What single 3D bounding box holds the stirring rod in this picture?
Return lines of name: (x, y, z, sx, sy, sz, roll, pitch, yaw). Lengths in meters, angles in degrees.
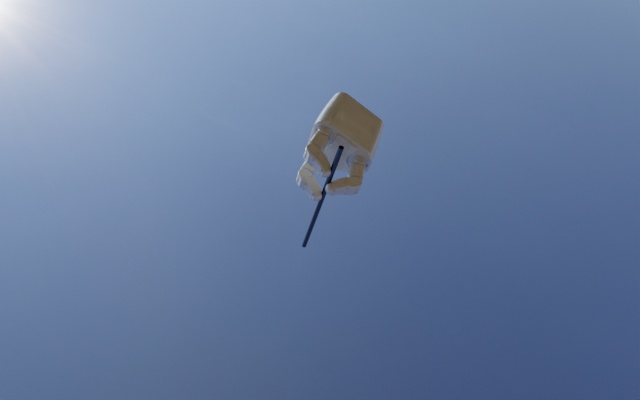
stirring rod: (0.000, 0.002, 0.762, 0.011, 0.011, 0.240, 0, -40, -19)
